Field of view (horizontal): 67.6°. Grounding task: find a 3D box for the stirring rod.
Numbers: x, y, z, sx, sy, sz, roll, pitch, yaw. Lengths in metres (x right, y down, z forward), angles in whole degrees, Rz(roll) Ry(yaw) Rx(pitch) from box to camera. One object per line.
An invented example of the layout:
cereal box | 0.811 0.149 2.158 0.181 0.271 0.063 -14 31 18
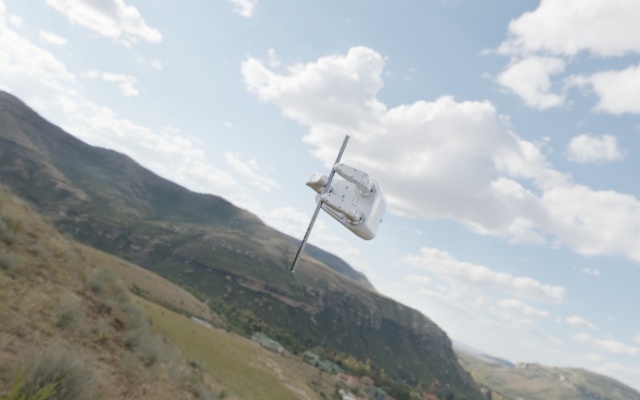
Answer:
stirring rod | 0.000 0.003 0.771 0.011 0.239 0.011 22 -10 4
